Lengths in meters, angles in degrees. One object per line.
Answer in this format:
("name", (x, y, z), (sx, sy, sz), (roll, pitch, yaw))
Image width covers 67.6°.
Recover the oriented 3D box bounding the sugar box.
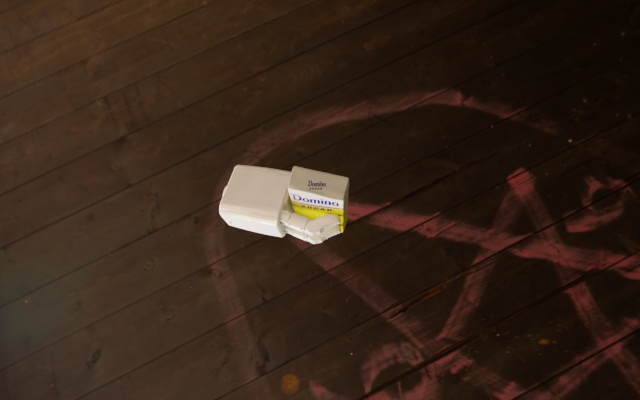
("sugar box", (0.000, 0.003, 0.818), (0.093, 0.048, 0.176), (13, -16, 8))
